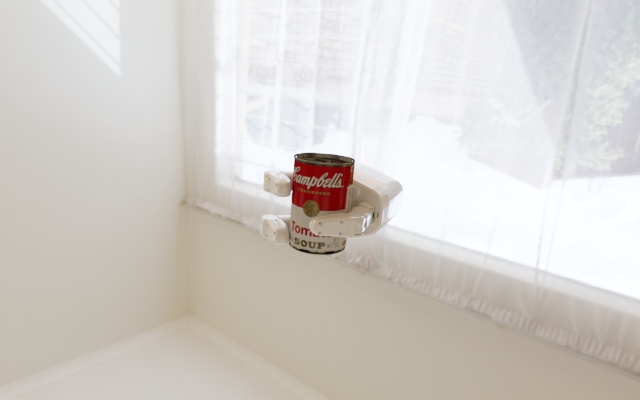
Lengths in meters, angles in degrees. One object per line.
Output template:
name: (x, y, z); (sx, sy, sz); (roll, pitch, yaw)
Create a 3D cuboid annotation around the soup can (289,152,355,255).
soup can: (0.000, 0.002, 0.534); (0.068, 0.102, 0.068); (5, 14, -1)
